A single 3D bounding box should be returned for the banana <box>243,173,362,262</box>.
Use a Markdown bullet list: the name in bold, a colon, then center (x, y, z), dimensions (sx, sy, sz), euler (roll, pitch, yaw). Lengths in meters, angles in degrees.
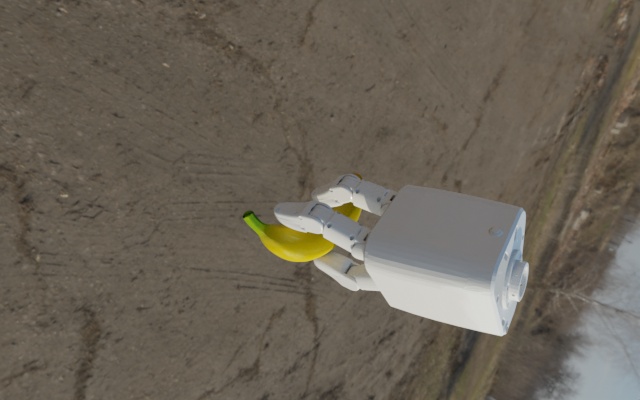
- **banana**: center (0.002, 0.021, 0.509), dimensions (0.037, 0.069, 0.197), euler (-6, 9, 36)
